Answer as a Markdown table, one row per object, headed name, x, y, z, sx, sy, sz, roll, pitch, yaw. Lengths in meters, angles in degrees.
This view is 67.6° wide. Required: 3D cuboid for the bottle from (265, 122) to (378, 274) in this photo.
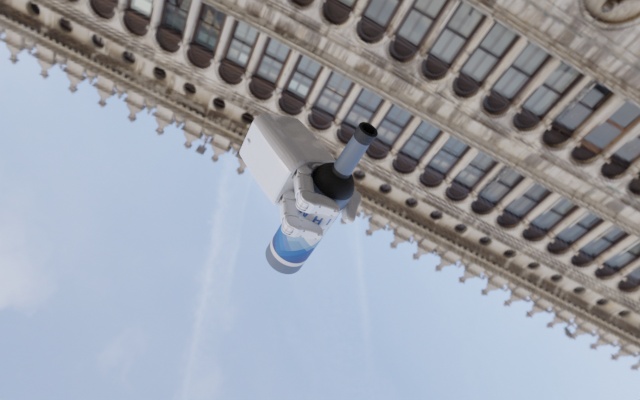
| name | x | y | z | sx | sy | sz | roll | pitch | yaw |
| --- | --- | --- | --- | --- | --- | --- | --- | --- | --- |
| bottle | 0.000 | 0.003 | 0.704 | 0.069 | 0.069 | 0.296 | 0 | -39 | -33 |
